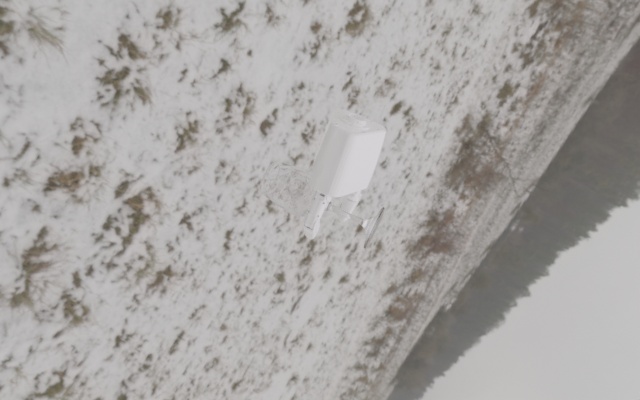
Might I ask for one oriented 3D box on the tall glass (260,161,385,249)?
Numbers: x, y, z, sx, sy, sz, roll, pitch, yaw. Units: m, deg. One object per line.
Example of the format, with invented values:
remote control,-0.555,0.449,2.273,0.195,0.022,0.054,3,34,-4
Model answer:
tall glass,0.001,0.003,0.793,0.201,0.079,0.079,25,6,13
